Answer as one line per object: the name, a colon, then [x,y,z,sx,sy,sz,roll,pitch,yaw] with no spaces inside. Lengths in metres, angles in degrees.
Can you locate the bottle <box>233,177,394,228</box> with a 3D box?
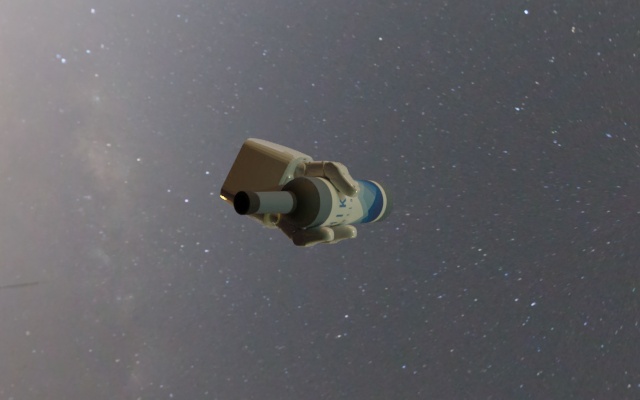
bottle: [0.000,0.002,0.650,0.069,0.069,0.296,0,0,37]
